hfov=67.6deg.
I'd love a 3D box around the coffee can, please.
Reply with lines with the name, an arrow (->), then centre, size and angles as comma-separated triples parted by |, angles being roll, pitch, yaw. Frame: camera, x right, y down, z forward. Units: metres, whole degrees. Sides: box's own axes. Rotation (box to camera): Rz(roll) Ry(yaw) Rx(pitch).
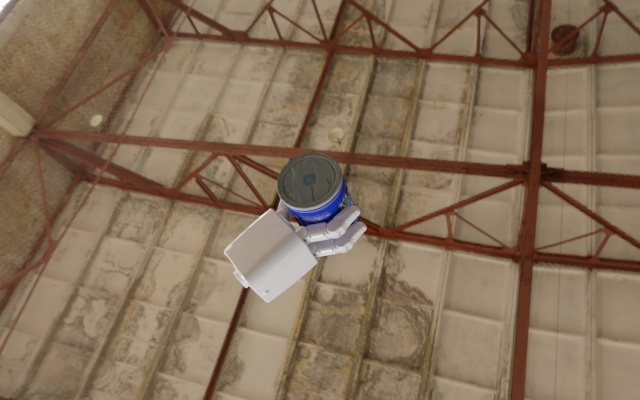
coffee can -> 0.000, 0.002, 0.778 | 0.103, 0.102, 0.140 | 0, -30, 18
